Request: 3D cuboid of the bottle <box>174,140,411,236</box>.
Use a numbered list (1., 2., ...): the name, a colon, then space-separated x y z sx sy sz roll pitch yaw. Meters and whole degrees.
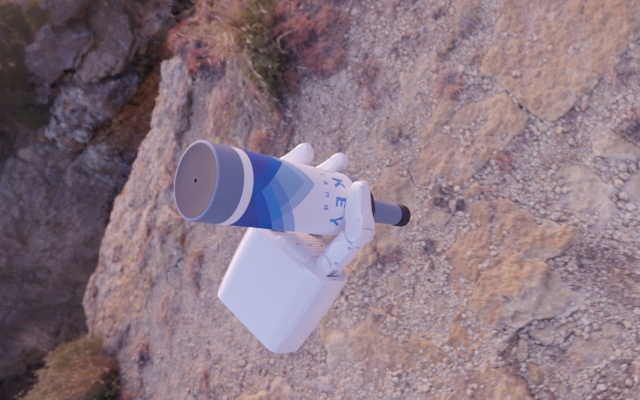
1. bottle: 0.000 0.002 0.489 0.069 0.069 0.296 0 -7 44
